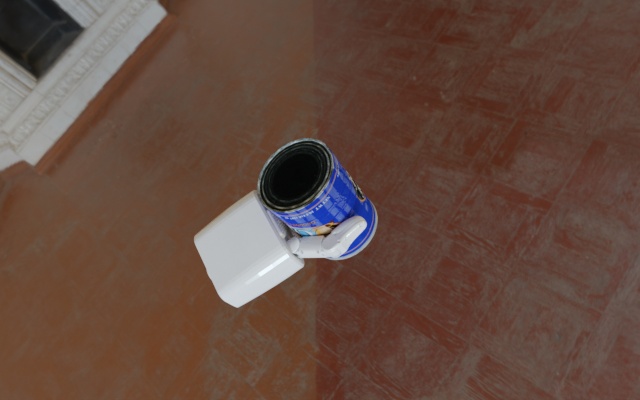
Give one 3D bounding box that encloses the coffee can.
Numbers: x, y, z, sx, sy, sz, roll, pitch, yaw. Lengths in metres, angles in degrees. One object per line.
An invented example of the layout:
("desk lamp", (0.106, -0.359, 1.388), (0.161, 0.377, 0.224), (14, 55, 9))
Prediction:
("coffee can", (0.000, 0.002, 0.610), (0.103, 0.102, 0.140), (0, -29, 31))
